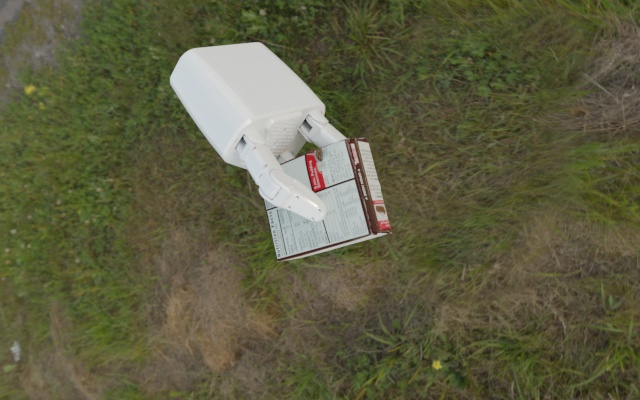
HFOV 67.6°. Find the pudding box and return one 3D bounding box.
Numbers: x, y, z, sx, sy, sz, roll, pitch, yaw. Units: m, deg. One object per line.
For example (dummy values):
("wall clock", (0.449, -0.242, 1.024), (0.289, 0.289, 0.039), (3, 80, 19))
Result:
("pudding box", (0.000, 0.001, 0.440), (0.113, 0.090, 0.039), (-19, -8, 36))
